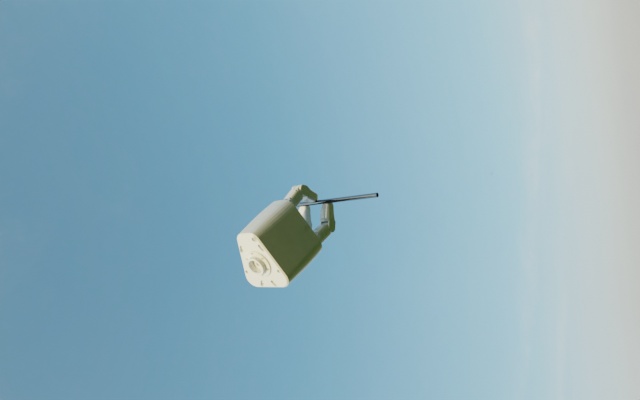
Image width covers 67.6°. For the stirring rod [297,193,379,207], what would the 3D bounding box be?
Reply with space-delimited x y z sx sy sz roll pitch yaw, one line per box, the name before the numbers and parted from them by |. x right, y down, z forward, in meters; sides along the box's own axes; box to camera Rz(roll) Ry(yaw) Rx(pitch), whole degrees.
stirring rod | 0.000 0.003 0.874 0.239 0.011 0.011 -7 -4 37
